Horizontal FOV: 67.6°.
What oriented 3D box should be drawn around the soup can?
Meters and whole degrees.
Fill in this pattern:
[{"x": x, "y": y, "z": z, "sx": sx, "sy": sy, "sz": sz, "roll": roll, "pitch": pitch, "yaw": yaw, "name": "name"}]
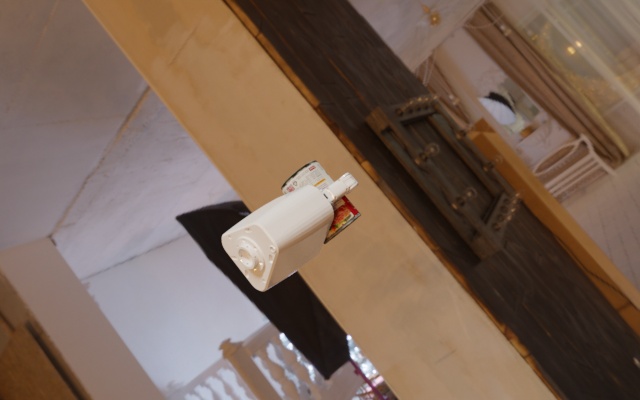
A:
[{"x": 0.000, "y": 0.002, "z": 0.681, "sx": 0.068, "sy": 0.102, "sz": 0.068, "roll": -39, "pitch": -6, "yaw": -5, "name": "soup can"}]
